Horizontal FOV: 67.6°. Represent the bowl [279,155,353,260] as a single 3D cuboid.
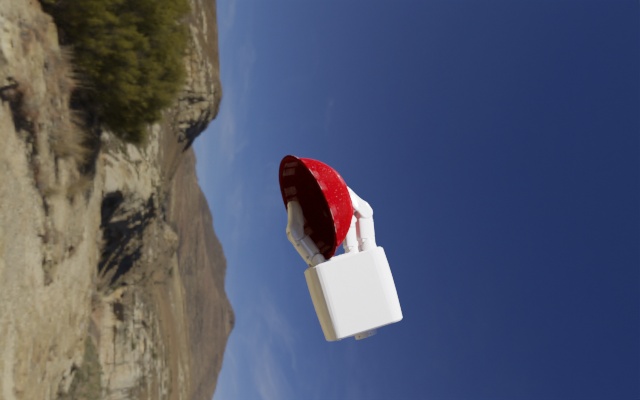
[{"bbox_3d":[0.000,0.001,0.698,0.055,0.162,0.162,-23,10,-23],"label":"bowl"}]
